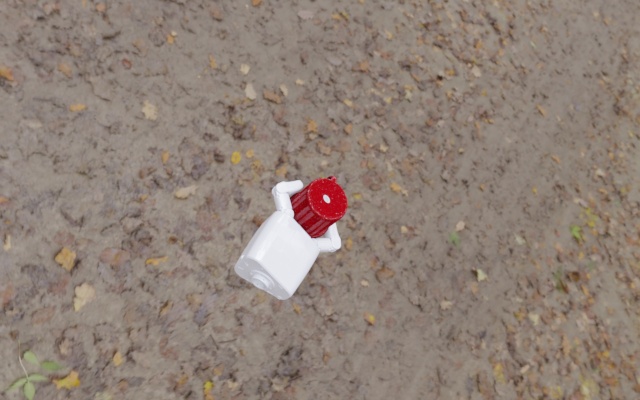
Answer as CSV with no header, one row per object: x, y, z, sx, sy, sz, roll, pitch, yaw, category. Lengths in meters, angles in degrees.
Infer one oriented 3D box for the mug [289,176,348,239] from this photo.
0.001,0.002,0.858,0.093,0.117,0.081,36,-35,-11,mug
